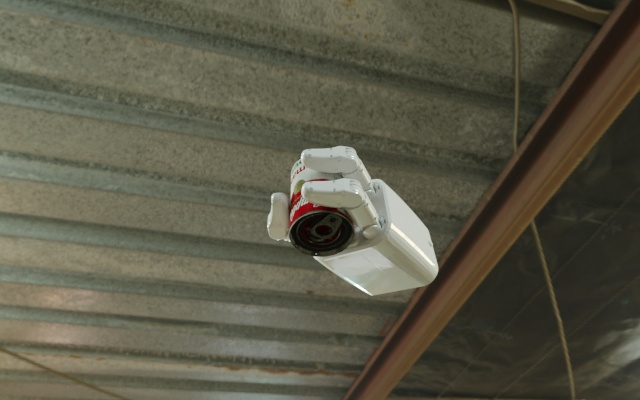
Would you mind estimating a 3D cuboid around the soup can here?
[{"bbox_3d":[0.000,0.001,0.528,0.068,0.069,0.102,0,43,-2],"label":"soup can"}]
